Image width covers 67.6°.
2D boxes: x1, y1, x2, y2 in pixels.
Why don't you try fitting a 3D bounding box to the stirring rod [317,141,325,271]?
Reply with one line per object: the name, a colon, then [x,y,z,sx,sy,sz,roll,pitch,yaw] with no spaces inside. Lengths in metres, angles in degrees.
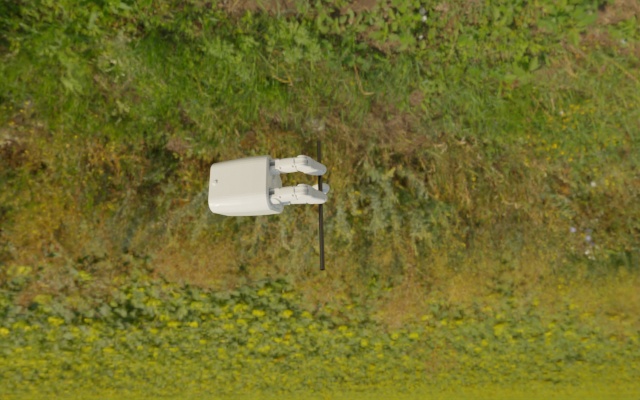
stirring rod: [0.000,0.003,0.823,0.011,0.239,0.011,-1,-24,-1]
